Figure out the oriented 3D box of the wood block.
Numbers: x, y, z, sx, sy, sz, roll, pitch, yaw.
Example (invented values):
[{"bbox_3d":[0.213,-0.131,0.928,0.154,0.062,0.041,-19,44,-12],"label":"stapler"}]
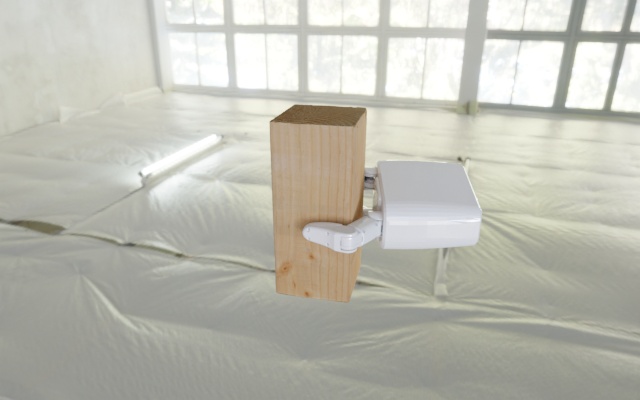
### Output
[{"bbox_3d":[0.000,0.002,0.550,0.090,0.206,0.090,5,23,12],"label":"wood block"}]
